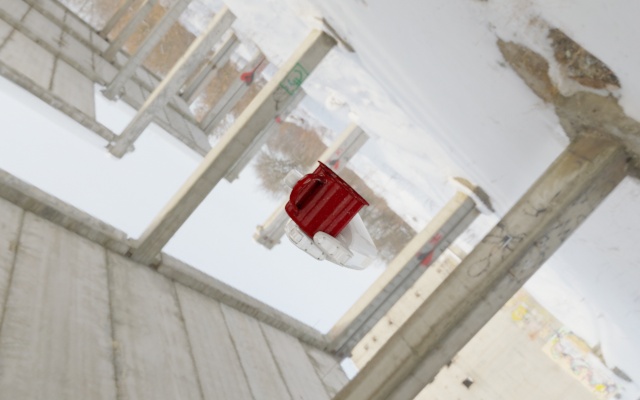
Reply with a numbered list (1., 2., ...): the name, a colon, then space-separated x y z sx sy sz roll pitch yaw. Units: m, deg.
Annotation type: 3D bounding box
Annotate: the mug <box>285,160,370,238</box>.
1. mug: -0.001 0.002 0.639 0.093 0.081 0.117 45 7 33
